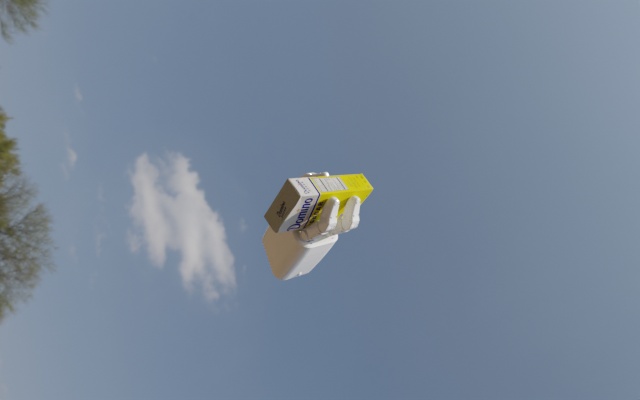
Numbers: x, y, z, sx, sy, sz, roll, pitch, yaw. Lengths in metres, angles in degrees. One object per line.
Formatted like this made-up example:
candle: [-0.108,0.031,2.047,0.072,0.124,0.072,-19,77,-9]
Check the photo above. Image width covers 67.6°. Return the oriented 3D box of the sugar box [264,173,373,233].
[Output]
sugar box: [0.000,0.003,0.804,0.176,0.048,0.093,-10,-35,-45]
